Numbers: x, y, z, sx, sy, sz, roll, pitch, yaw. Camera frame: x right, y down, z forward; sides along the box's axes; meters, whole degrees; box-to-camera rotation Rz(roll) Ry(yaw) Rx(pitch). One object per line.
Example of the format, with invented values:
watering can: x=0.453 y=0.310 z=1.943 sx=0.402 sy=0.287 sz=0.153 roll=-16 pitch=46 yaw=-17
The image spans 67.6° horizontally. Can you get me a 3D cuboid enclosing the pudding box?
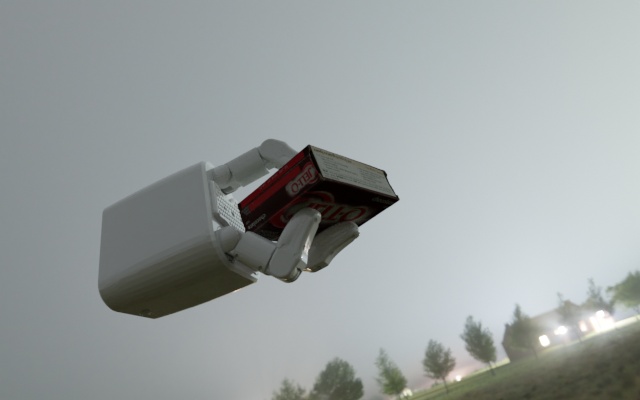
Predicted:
pudding box: x=0.000 y=0.001 z=0.412 sx=0.090 sy=0.039 sz=0.113 roll=-36 pitch=-27 yaw=30
